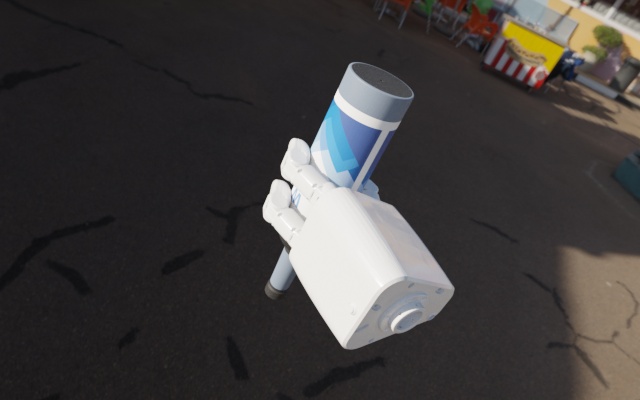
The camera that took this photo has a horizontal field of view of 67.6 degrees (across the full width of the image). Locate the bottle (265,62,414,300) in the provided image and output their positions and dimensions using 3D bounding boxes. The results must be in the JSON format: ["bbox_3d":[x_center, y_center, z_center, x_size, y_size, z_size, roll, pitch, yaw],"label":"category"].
[{"bbox_3d":[0.000,0.001,0.514,0.069,0.296,0.069,19,33,-13],"label":"bottle"}]
